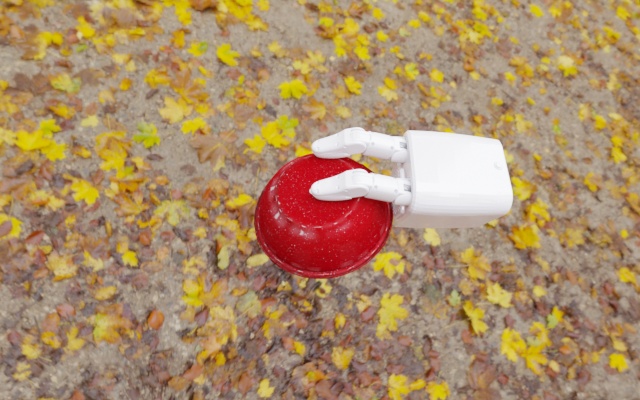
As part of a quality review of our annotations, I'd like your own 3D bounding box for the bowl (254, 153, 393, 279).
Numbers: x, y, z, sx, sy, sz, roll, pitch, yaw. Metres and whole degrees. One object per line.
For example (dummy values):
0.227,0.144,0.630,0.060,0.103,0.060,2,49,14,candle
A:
-0.001,0.002,0.528,0.162,0.162,0.055,0,-30,7,bowl
